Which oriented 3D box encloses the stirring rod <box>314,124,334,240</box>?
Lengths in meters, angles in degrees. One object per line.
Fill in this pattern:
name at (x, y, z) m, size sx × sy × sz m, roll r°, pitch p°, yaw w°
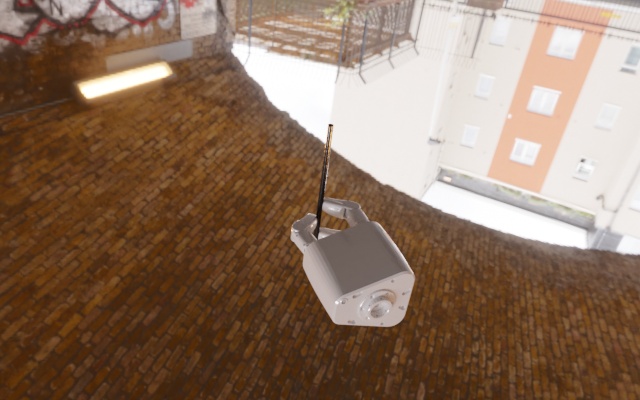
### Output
stirring rod at (0.000, 0.002, 0.692) m, size 0.011 × 0.240 × 0.011 m, roll 6°, pitch 31°, yaw -3°
